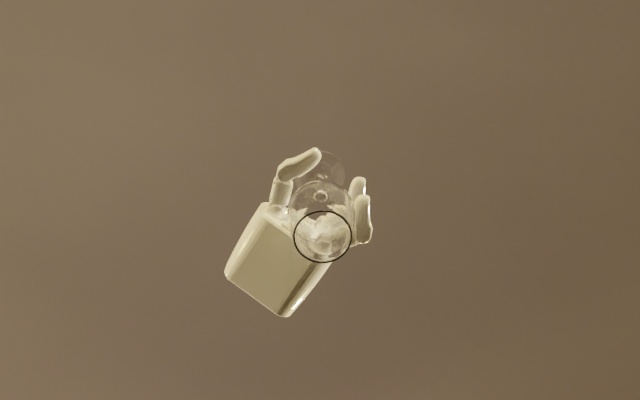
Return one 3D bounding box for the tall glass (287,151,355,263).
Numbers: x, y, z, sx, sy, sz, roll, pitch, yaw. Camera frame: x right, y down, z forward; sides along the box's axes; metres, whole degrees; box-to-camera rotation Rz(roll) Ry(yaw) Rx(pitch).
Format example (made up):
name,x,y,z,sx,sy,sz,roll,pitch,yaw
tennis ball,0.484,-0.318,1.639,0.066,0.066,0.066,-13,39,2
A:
name,x,y,z,sx,sy,sz,roll,pitch,yaw
tall glass,0.000,0.002,0.587,0.079,0.079,0.201,0,21,-1
